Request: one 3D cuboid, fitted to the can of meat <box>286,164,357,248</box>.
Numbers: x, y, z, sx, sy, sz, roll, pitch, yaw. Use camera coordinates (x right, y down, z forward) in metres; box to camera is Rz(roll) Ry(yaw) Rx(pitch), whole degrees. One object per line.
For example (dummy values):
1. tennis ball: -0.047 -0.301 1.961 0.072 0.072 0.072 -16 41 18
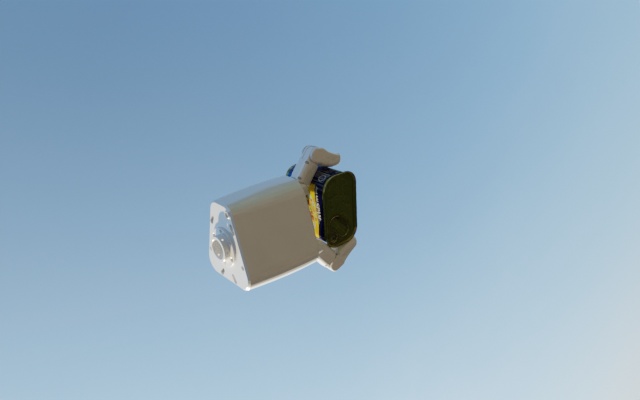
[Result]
1. can of meat: 0.000 0.002 0.651 0.057 0.102 0.084 -23 30 -37
